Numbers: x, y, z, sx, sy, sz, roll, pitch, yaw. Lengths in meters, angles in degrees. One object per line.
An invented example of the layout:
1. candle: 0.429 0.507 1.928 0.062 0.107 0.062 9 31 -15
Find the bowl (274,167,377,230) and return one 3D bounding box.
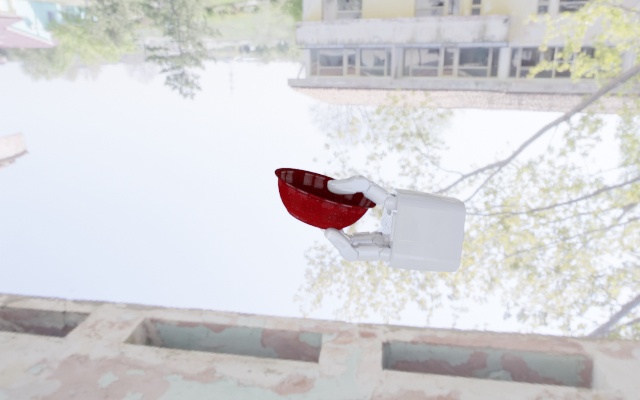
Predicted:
1. bowl: -0.001 0.002 0.723 0.162 0.055 0.162 18 14 -5
